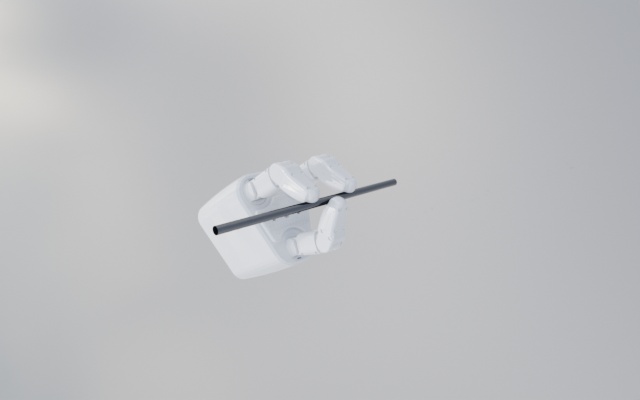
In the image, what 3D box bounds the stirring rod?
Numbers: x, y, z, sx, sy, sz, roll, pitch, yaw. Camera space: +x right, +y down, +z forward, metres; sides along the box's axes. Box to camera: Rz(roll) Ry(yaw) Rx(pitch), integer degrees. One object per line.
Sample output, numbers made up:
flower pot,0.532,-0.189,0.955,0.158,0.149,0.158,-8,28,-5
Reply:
stirring rod,0.000,0.002,0.465,0.239,0.011,0.011,-15,10,-43
